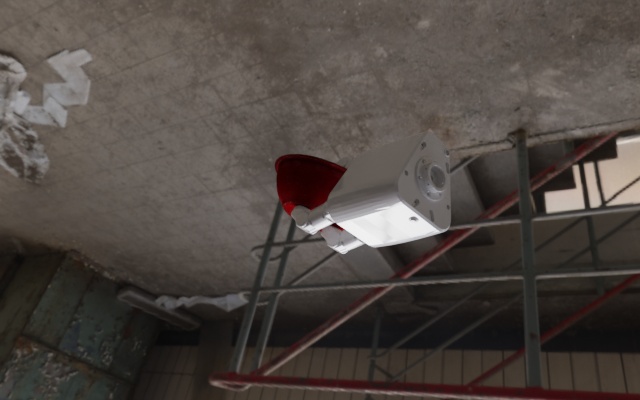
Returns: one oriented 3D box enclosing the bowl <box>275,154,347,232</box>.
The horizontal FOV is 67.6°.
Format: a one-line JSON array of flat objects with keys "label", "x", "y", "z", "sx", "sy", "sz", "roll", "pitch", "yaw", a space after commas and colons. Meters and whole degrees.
[{"label": "bowl", "x": -0.001, "y": 0.003, "z": 0.665, "sx": 0.162, "sy": 0.055, "sz": 0.162, "roll": 21, "pitch": -20, "yaw": 8}]
